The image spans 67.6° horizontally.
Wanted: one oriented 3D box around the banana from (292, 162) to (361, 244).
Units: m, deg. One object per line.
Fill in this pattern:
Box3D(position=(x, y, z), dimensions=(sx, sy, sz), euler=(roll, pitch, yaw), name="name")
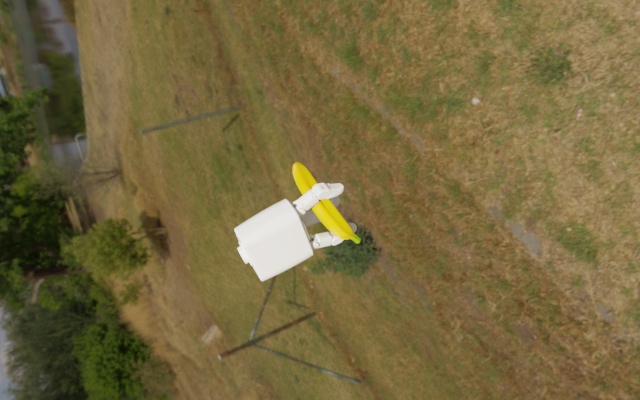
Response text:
Box3D(position=(-0.002, 0.002, 0.868), dimensions=(0.037, 0.197, 0.070), euler=(-37, -16, 3), name="banana")
